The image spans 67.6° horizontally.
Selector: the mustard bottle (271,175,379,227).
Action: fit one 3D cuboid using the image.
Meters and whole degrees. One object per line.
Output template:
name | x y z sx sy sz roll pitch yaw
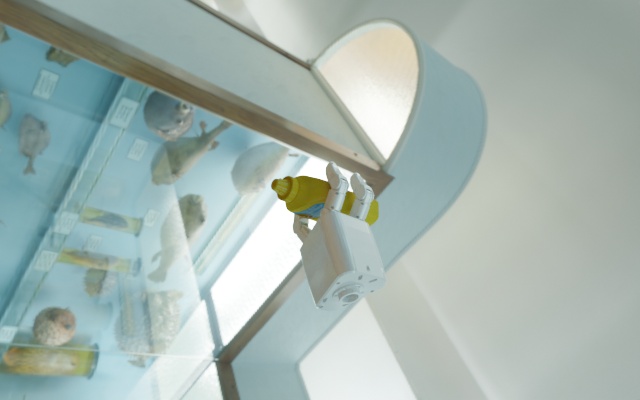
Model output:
mustard bottle | 0.000 0.002 0.780 0.192 0.058 0.096 20 -26 -38
